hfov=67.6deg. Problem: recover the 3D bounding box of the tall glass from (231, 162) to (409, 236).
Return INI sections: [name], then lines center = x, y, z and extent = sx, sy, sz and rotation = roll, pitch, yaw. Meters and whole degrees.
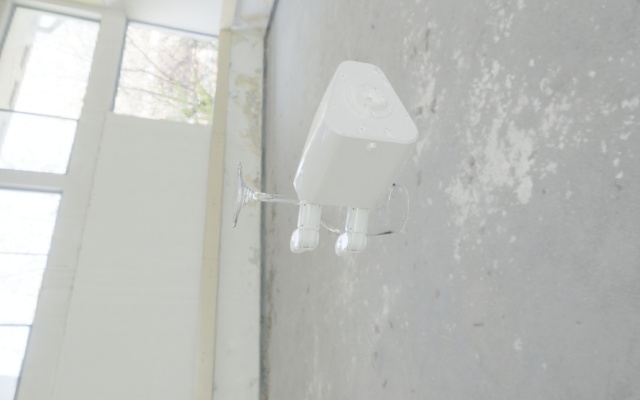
[tall glass]
center = -0.001, 0.002, 0.562
extent = 0.201, 0.079, 0.079
rotation = 5, -1, -16
